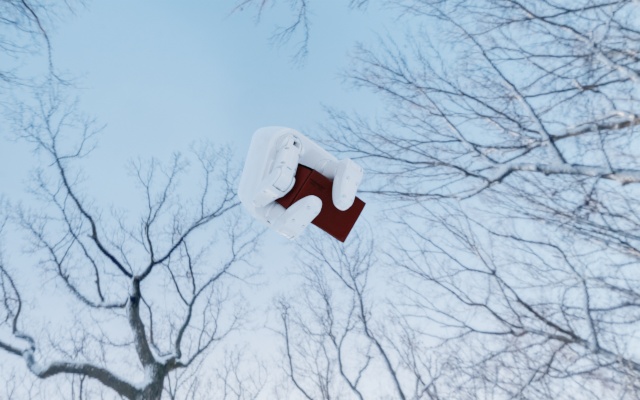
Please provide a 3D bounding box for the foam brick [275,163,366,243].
[{"bbox_3d":[0.000,0.002,0.530,0.078,0.053,0.051,33,-2,-24],"label":"foam brick"}]
